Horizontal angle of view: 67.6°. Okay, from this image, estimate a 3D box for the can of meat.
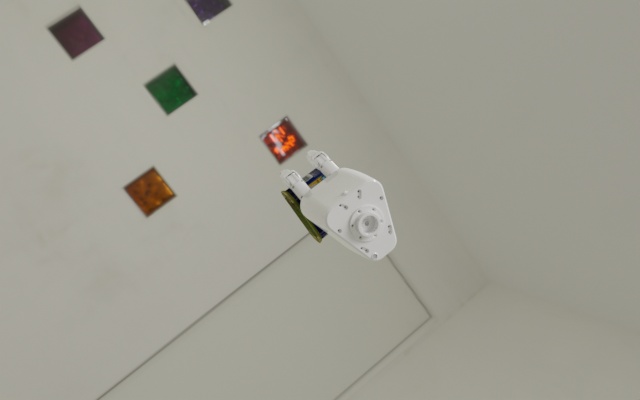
[{"bbox_3d":[0.000,0.002,0.773,0.084,0.102,0.057,-37,16,-8],"label":"can of meat"}]
